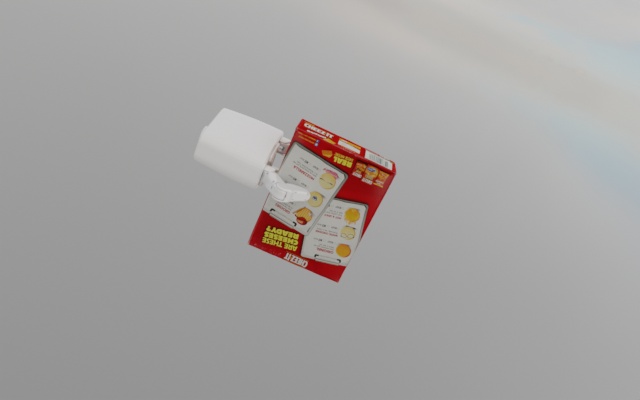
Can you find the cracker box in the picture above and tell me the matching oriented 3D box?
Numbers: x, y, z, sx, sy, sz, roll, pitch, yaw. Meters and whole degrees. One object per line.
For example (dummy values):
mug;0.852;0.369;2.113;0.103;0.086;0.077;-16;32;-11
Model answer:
cracker box;0.000;0.002;0.762;0.164;0.214;0.072;24;24;-3
